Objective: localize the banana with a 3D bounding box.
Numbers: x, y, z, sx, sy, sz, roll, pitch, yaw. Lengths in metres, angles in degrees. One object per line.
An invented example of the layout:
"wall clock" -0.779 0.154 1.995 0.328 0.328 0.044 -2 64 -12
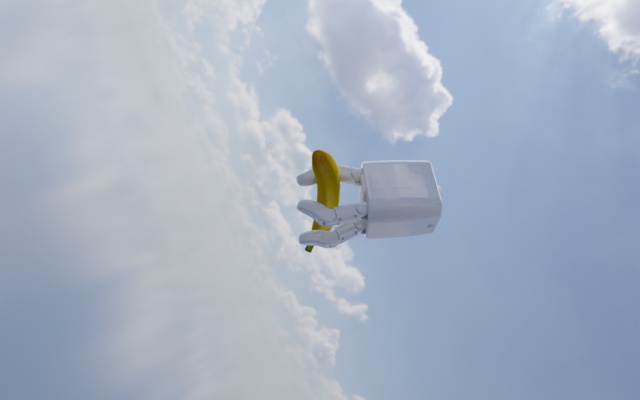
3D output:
"banana" 0.007 -0.006 0.722 0.037 0.198 0.069 16 42 14
